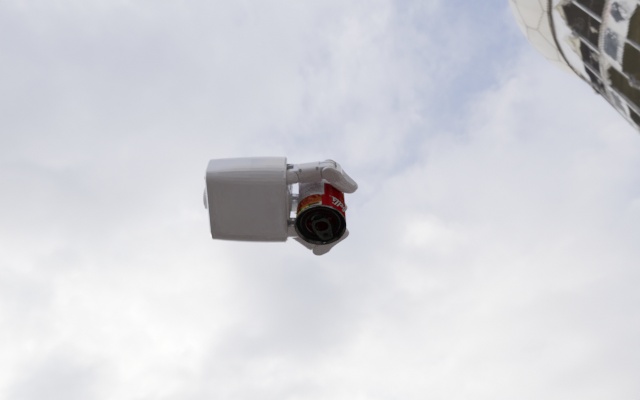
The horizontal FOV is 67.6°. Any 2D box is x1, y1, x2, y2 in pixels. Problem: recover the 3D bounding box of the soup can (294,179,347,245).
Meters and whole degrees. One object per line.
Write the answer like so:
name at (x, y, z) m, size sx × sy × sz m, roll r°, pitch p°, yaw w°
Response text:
soup can at (0.001, 0.002, 0.657) m, size 0.068 × 0.069 × 0.102 m, roll 0°, pitch 38°, yaw 0°
